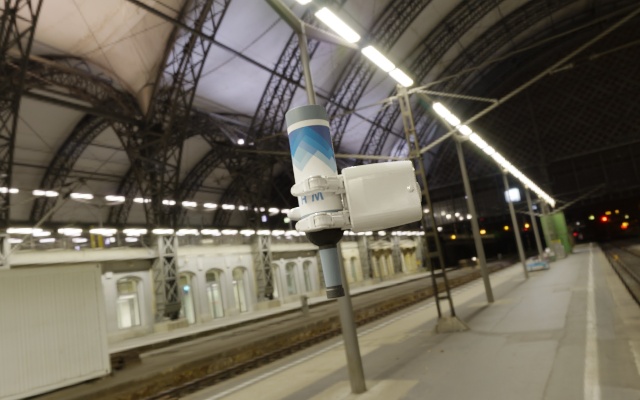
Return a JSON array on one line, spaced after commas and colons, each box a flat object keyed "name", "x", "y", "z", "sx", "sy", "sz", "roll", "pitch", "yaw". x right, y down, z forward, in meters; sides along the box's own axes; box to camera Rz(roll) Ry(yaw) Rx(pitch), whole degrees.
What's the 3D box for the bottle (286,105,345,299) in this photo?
[{"name": "bottle", "x": 0.000, "y": 0.002, "z": 0.741, "sx": 0.069, "sy": 0.295, "sz": 0.069, "roll": -9, "pitch": -9, "yaw": -1}]
